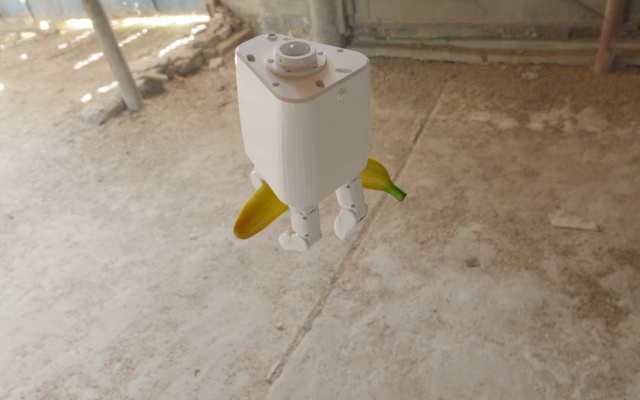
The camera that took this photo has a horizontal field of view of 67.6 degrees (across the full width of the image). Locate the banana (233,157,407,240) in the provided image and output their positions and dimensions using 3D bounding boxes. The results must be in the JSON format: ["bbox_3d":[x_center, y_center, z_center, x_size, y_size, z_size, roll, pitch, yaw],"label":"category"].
[{"bbox_3d":[-0.004,-0.013,0.507,0.198,0.069,0.037,-14,-34,-20],"label":"banana"}]
